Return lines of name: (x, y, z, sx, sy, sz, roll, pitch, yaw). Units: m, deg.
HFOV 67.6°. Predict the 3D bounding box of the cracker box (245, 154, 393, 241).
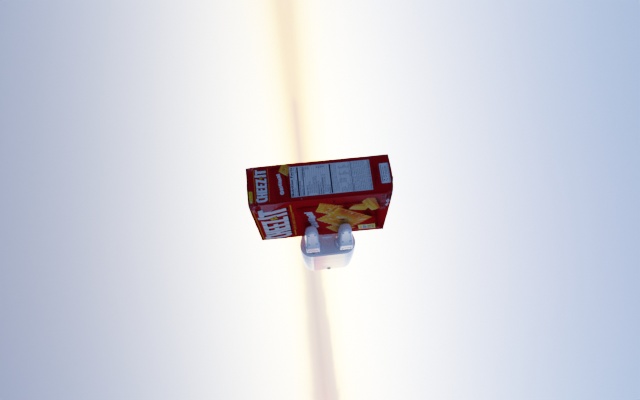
cracker box: (0.000, 0.002, 0.758, 0.214, 0.072, 0.164, -6, -23, -2)
